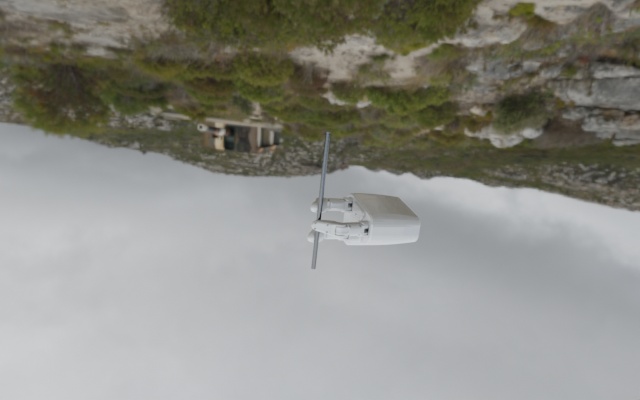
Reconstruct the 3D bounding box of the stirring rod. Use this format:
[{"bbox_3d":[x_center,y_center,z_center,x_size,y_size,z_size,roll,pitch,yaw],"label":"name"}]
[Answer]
[{"bbox_3d":[0.000,0.003,0.823,0.011,0.239,0.011,6,10,-1],"label":"stirring rod"}]
